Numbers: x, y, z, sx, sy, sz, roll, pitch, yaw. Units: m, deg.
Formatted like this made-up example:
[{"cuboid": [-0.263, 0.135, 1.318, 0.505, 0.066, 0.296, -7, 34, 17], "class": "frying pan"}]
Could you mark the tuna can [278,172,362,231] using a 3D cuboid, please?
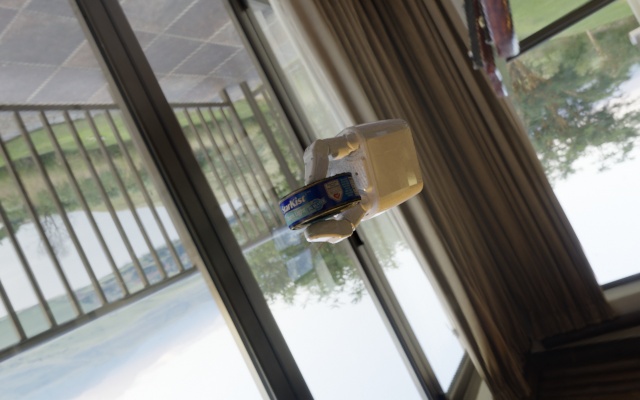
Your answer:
[{"cuboid": [0.000, 0.002, 0.514, 0.086, 0.033, 0.086, -22, -7, -3], "class": "tuna can"}]
